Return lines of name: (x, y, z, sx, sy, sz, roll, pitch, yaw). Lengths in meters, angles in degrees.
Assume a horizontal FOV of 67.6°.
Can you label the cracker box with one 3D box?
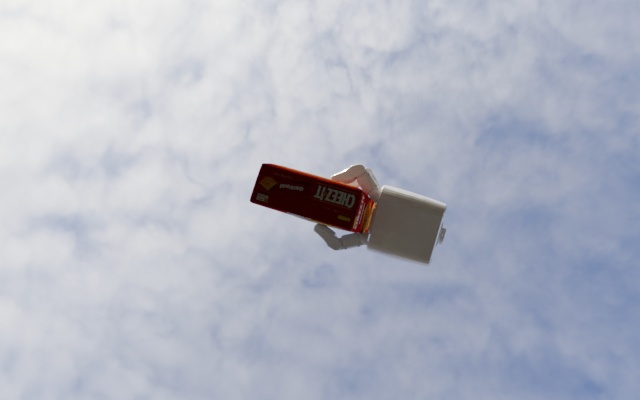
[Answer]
cracker box: (0.000, 0.003, 0.800, 0.164, 0.072, 0.214, 15, -3, 13)
